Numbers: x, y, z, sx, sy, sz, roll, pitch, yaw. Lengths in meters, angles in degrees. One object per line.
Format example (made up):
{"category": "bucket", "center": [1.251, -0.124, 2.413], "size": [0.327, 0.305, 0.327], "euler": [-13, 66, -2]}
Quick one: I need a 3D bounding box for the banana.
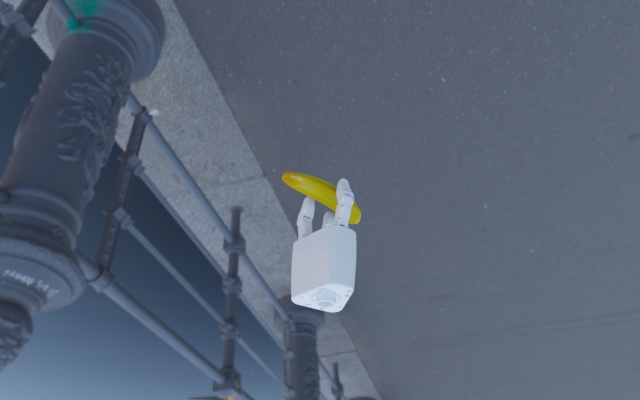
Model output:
{"category": "banana", "center": [0.017, 0.001, 0.857], "size": [0.069, 0.037, 0.198], "euler": [-14, -36, 37]}
